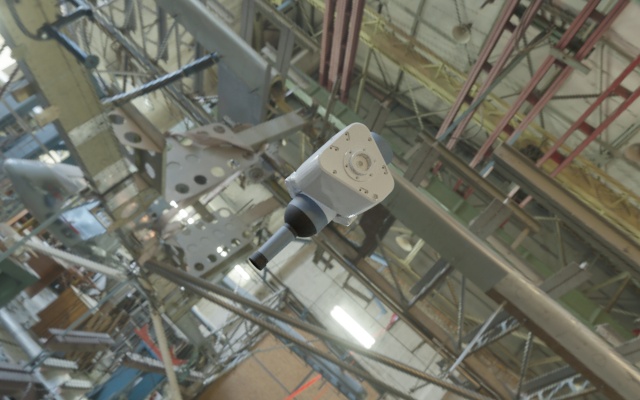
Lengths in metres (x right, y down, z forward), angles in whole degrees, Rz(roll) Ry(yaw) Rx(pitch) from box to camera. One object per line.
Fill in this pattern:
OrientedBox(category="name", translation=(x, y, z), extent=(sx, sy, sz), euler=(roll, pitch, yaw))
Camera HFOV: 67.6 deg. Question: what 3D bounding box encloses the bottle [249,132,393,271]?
OrientedBox(category="bottle", translation=(0.000, 0.002, 0.774), extent=(0.295, 0.069, 0.069), euler=(-43, 18, -21))
